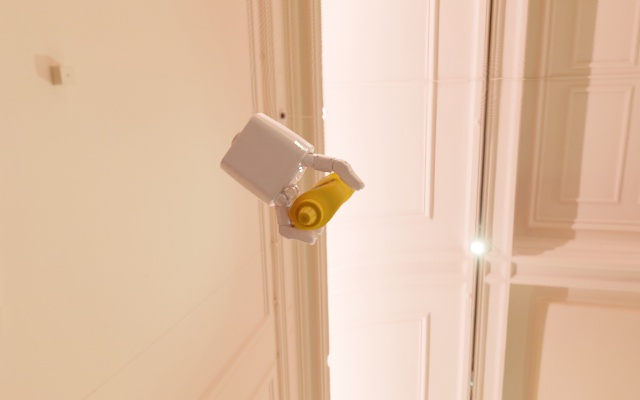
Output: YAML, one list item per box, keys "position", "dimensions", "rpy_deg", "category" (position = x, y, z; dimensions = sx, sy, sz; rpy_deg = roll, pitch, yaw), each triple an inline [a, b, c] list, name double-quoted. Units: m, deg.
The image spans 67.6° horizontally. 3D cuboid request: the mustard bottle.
- position: [0.000, 0.003, 0.752]
  dimensions: [0.096, 0.058, 0.191]
  rpy_deg: [-31, 4, 19]
  category: "mustard bottle"
